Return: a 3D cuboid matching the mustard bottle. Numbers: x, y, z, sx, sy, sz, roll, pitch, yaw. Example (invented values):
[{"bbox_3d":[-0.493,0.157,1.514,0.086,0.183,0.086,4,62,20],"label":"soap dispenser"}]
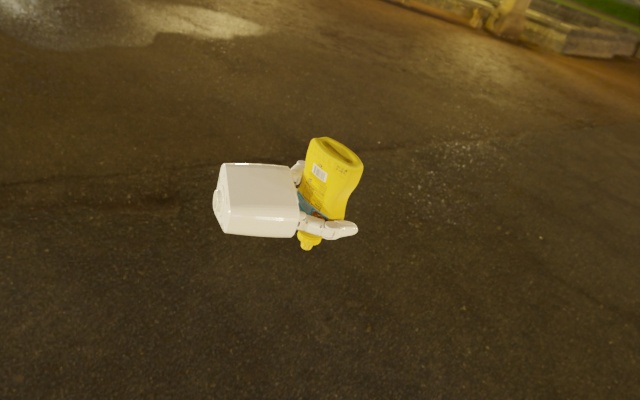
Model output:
[{"bbox_3d":[0.000,0.002,0.766,0.058,0.192,0.096,-15,44,-42],"label":"mustard bottle"}]
